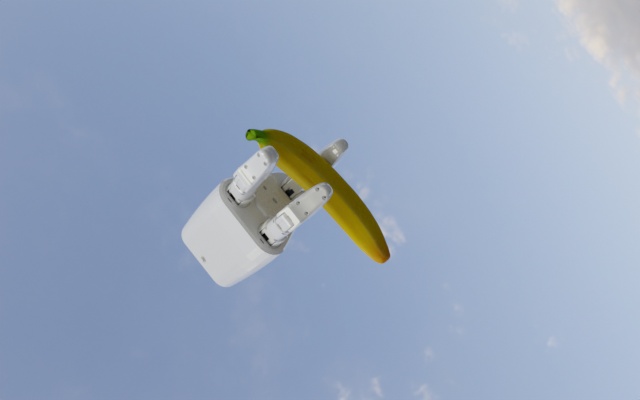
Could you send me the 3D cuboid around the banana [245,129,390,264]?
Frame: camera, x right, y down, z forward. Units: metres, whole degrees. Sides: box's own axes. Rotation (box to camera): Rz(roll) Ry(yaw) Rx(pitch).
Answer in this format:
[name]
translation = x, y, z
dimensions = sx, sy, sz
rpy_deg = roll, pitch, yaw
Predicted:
[banana]
translation = 0.001, -0.011, 0.497
dimensions = 0.037, 0.198, 0.069
rpy_deg = -39, 19, 30
